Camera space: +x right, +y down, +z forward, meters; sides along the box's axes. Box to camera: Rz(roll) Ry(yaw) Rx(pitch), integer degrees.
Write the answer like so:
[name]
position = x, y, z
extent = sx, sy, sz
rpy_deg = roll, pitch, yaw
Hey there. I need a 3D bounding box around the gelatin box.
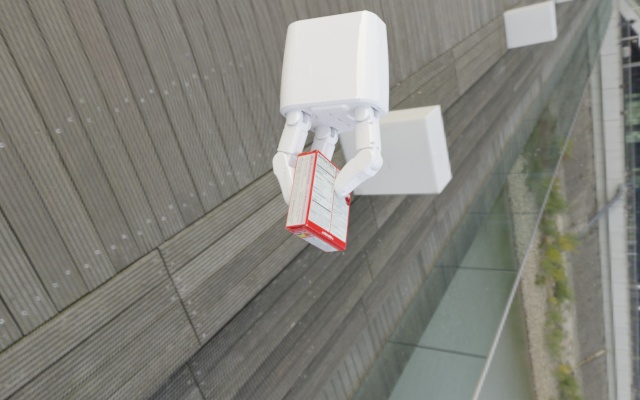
[gelatin box]
position = 0.000, 0.002, 0.509
extent = 0.030, 0.089, 0.073
rpy_deg = -10, -29, 33
